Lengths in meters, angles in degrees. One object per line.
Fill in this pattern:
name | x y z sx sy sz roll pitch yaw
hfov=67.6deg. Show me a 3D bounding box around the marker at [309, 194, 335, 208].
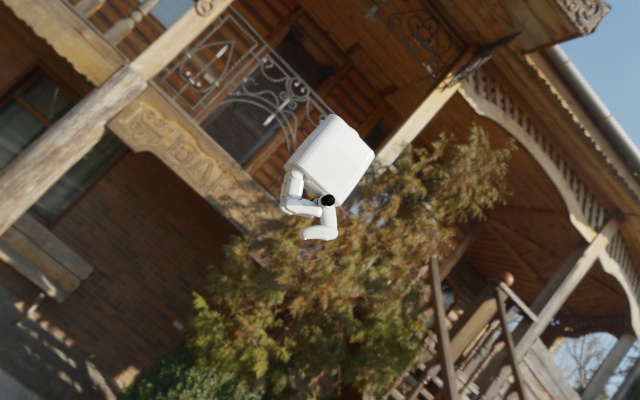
marker | 0.000 0.003 0.752 0.020 0.020 0.121 0 -3 -13
